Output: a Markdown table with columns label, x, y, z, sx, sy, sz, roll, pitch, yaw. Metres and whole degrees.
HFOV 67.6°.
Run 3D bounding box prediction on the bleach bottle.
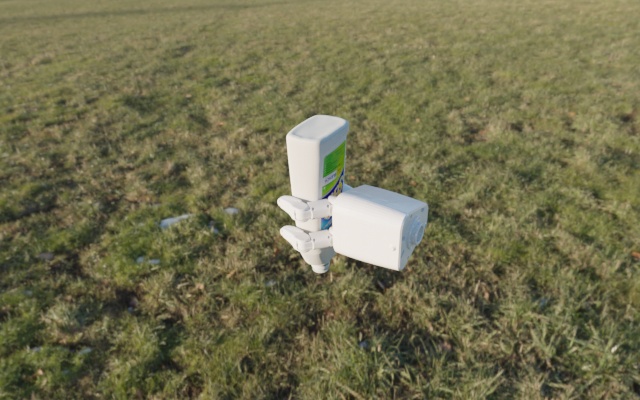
| label | x | y | z | sx | sy | sz | roll | pitch | yaw |
| --- | --- | --- | --- | --- | --- | --- | --- | --- | --- |
| bleach bottle | 0.000 | 0.002 | 0.746 | 0.068 | 0.251 | 0.102 | 16 | 36 | 27 |
